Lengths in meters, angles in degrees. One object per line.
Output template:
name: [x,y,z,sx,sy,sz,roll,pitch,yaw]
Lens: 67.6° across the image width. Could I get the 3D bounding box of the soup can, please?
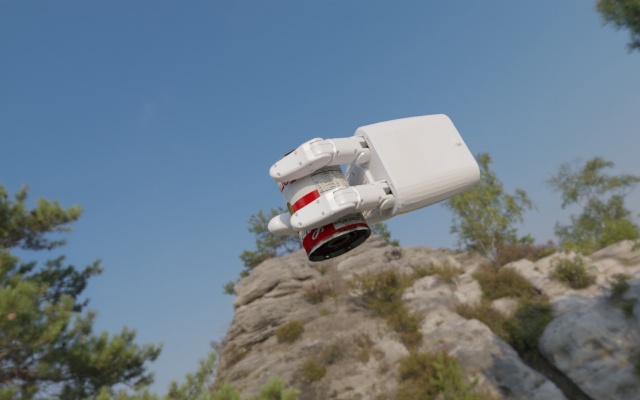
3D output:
soup can: [-0.001,0.002,0.485,0.068,0.102,0.068,-21,-21,-9]
